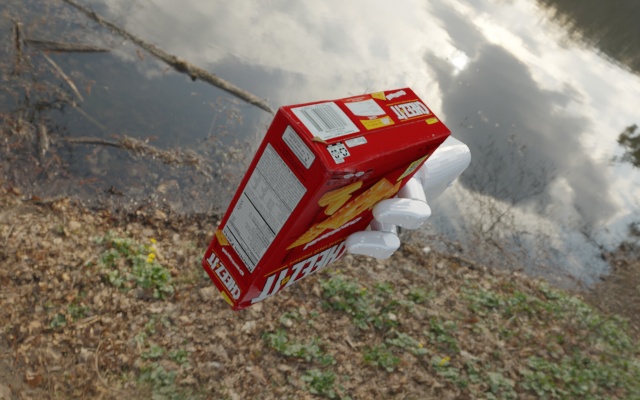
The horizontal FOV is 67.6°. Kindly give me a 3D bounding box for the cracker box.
[{"bbox_3d":[0.000,0.001,0.449,0.164,0.072,0.214,-20,-25,-43],"label":"cracker box"}]
